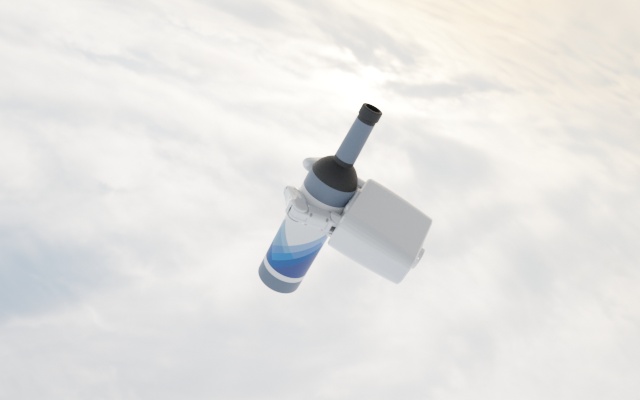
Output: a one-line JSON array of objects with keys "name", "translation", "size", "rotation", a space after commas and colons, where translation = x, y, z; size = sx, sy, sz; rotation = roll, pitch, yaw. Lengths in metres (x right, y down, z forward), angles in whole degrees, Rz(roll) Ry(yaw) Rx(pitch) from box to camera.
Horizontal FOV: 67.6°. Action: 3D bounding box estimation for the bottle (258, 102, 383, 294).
[{"name": "bottle", "translation": [0.000, 0.002, 0.642], "size": [0.069, 0.296, 0.069], "rotation": [22, 30, -13]}]
